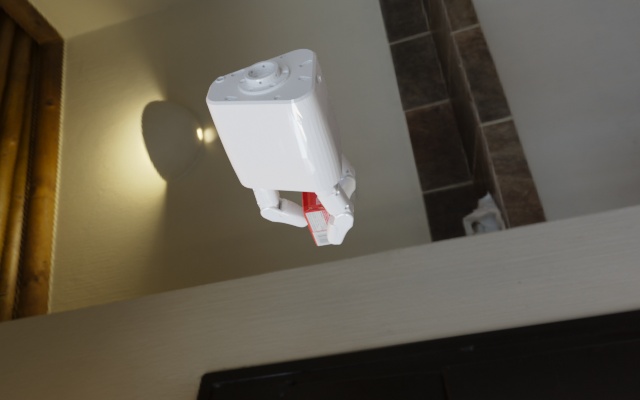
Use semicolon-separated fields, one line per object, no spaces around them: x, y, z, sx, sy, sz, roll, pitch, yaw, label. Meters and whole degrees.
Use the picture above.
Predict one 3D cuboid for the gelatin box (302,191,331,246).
0.000;0.002;0.572;0.030;0.073;0.089;-8;-32;7;gelatin box
